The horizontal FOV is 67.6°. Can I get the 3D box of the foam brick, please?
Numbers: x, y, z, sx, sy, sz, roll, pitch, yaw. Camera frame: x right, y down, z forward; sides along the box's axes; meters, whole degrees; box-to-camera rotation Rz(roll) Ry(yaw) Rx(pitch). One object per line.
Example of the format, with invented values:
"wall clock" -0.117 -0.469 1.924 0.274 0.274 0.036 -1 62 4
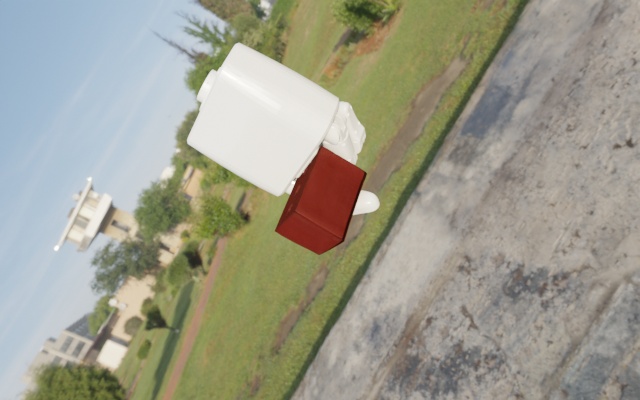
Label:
"foam brick" 0.000 0.002 0.442 0.051 0.078 0.053 29 -32 -14
